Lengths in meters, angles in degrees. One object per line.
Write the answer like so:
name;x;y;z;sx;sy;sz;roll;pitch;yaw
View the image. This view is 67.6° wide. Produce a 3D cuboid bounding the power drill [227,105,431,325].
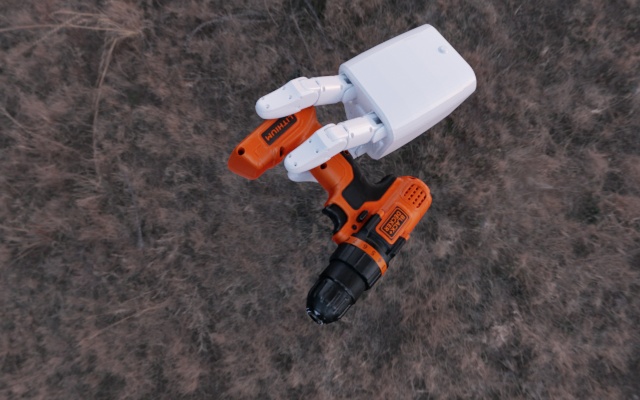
power drill;0.000;0.001;0.476;0.184;0.187;0.057;-48;3;-27
